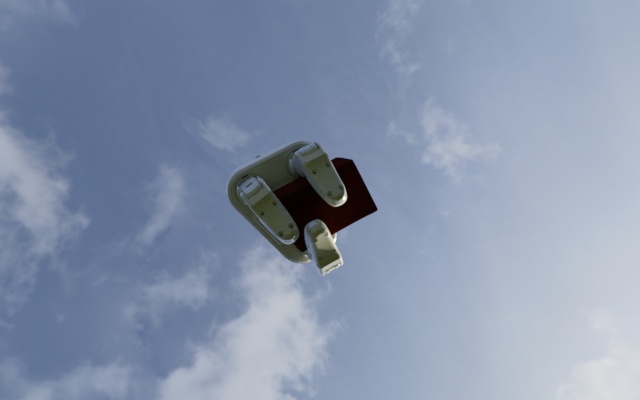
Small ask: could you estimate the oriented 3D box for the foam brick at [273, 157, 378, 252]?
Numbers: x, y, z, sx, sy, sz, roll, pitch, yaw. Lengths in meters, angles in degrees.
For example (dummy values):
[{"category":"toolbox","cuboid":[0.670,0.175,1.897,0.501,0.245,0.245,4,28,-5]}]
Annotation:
[{"category":"foam brick","cuboid":[0.000,0.001,0.428,0.078,0.053,0.051,-28,13,-9]}]
